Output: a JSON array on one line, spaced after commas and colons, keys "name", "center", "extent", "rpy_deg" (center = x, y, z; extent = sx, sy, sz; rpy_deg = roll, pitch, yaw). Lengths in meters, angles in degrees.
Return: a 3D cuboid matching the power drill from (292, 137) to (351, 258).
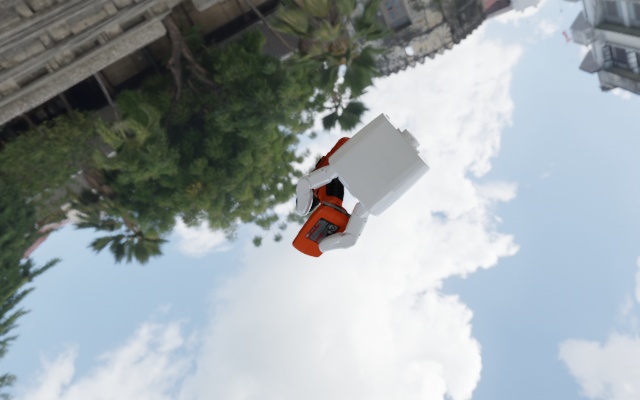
[{"name": "power drill", "center": [0.000, 0.003, 0.805], "extent": [0.057, 0.187, 0.184], "rpy_deg": [25, -51, -15]}]
